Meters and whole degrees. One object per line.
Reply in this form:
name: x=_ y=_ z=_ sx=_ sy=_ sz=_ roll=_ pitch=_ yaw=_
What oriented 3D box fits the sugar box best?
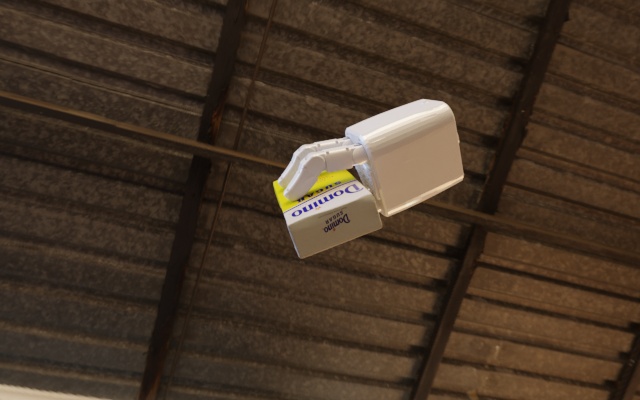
sugar box: x=0.000 y=0.001 z=0.556 sx=0.093 sy=0.048 sz=0.176 roll=-21 pitch=16 yaw=-5
